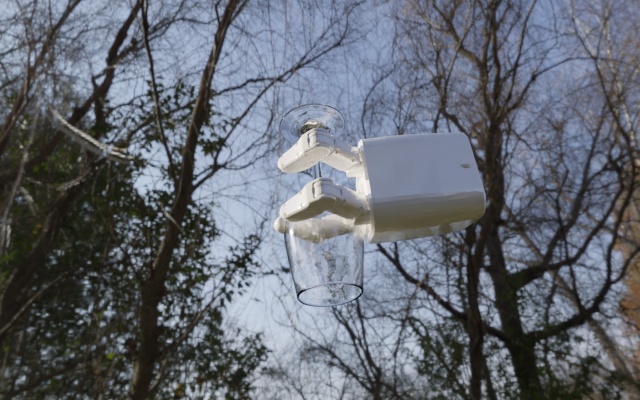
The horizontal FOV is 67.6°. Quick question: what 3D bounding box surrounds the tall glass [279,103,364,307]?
[{"bbox_3d":[0.000,0.001,0.485,0.079,0.201,0.079,-4,-30,-2],"label":"tall glass"}]
